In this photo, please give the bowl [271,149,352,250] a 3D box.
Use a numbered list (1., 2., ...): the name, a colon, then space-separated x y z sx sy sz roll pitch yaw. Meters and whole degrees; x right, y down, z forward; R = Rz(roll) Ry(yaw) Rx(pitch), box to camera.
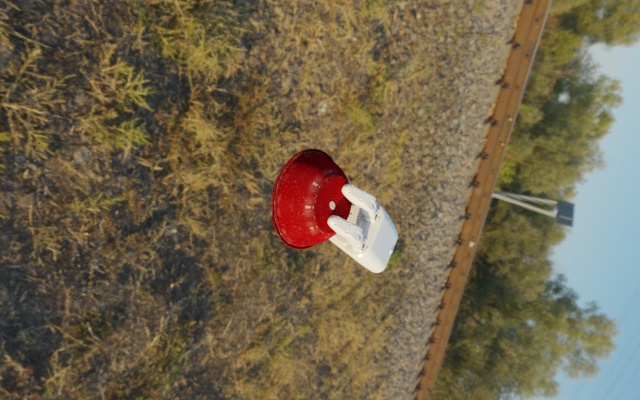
1. bowl: 0.000 0.002 0.736 0.055 0.162 0.162 12 8 41
